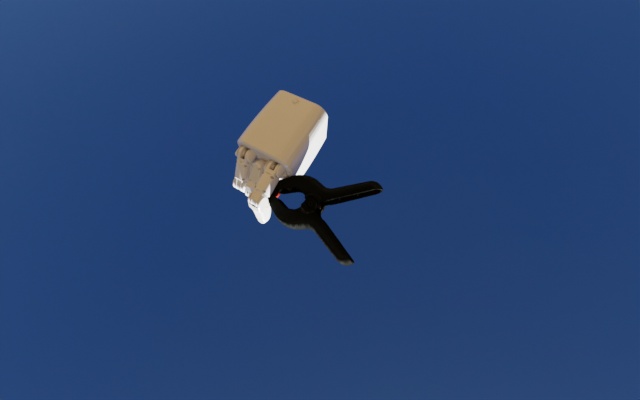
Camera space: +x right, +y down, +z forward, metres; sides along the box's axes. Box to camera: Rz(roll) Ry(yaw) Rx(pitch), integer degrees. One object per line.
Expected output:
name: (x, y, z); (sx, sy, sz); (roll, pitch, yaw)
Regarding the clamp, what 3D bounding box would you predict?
clamp: (0.000, 0.002, 0.668); (0.171, 0.120, 0.039); (28, -13, 20)
